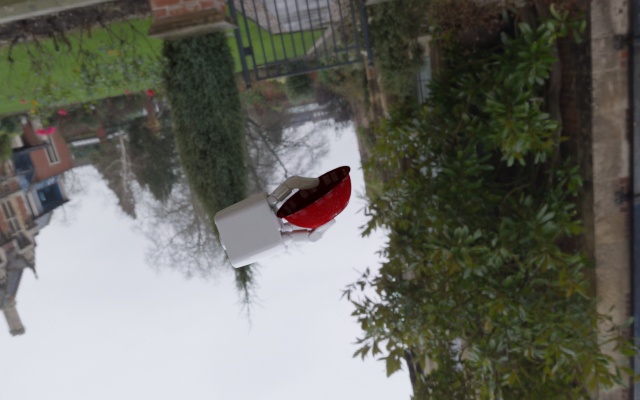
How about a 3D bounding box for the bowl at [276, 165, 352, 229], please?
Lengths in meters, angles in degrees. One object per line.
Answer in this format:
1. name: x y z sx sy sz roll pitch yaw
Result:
1. bowl: 0.001 0.003 0.874 0.162 0.055 0.162 -32 14 9
